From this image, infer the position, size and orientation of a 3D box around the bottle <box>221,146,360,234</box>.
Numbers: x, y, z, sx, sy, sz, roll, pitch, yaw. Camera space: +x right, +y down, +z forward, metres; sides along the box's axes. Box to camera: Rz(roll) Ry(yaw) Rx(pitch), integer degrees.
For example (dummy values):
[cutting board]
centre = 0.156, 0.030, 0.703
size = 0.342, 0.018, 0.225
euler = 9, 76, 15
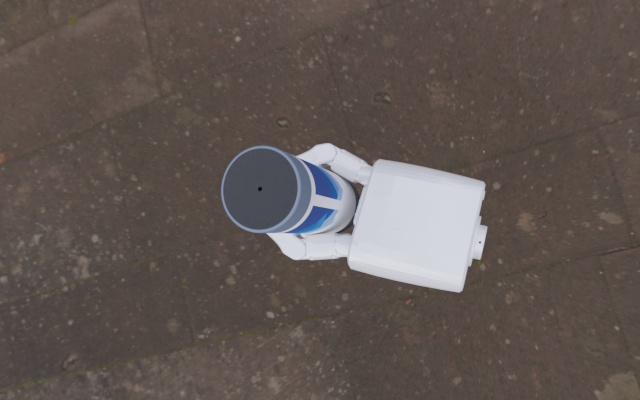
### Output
[bottle]
centre = 0.000, 0.002, 0.498
size = 0.069, 0.069, 0.296
euler = 0, -4, 18
